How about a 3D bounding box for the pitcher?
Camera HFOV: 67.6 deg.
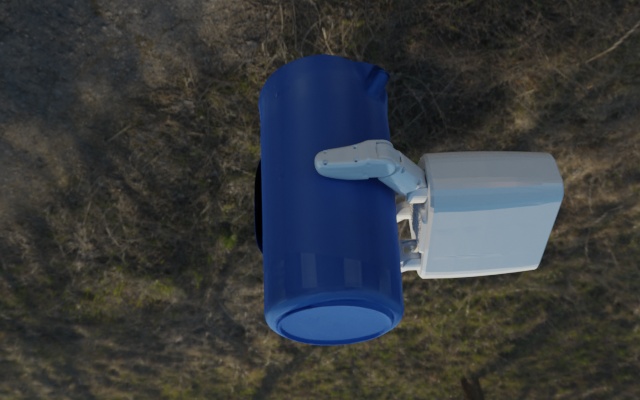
[{"bbox_3d":[0.000,0.001,0.438,0.145,0.242,0.149,-2,-34,0],"label":"pitcher"}]
